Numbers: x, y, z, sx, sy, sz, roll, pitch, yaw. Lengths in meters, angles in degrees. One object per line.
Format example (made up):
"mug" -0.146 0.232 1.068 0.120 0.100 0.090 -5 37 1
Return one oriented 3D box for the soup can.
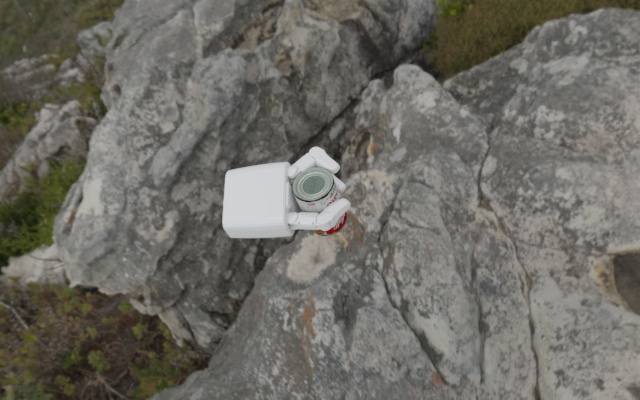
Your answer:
"soup can" 0.001 0.002 0.769 0.068 0.068 0.102 0 -35 17
